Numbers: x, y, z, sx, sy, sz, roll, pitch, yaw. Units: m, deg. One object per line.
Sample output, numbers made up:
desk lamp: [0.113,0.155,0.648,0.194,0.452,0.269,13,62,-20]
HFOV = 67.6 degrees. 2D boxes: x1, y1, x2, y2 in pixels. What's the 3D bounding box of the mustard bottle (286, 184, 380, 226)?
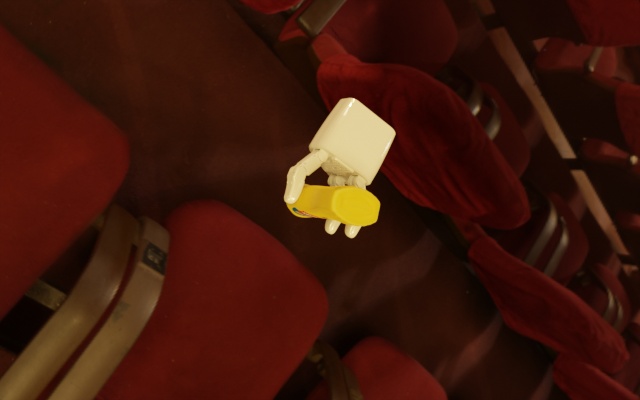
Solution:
mustard bottle: [0.000,0.003,0.783,0.096,0.058,0.191,13,-4,-36]
